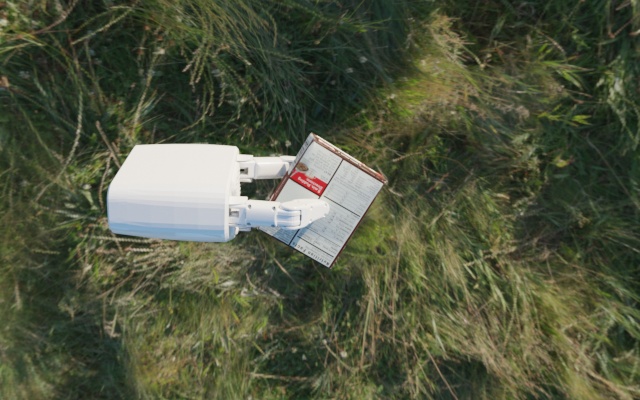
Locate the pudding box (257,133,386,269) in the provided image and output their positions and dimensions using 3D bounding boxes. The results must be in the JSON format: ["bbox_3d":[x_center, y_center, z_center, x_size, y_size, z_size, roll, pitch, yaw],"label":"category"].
[{"bbox_3d":[0.000,0.002,0.494,0.090,0.113,0.039,30,12,-11],"label":"pudding box"}]
